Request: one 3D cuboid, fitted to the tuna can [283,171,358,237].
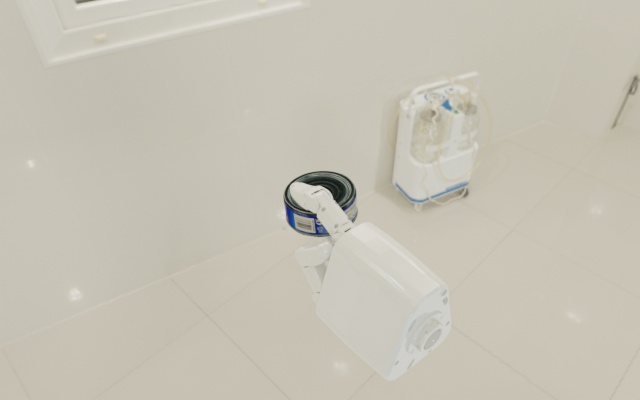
[{"bbox_3d":[0.000,0.001,0.555,0.086,0.034,0.086,-4,38,3],"label":"tuna can"}]
